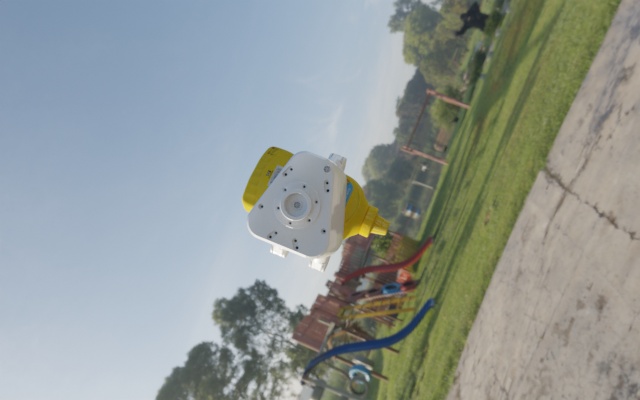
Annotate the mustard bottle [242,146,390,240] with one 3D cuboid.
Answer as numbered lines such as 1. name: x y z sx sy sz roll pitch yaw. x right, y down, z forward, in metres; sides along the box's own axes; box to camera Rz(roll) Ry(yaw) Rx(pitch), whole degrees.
1. mustard bottle: 0.000 0.002 0.637 0.191 0.096 0.058 21 -24 8
